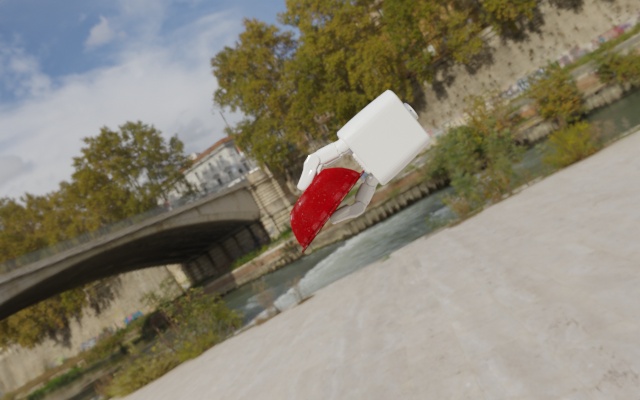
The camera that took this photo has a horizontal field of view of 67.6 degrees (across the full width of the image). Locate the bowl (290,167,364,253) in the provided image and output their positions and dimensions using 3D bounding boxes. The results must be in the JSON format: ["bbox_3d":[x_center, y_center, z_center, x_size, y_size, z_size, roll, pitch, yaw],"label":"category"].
[{"bbox_3d":[-0.001,0.003,0.752,0.055,0.162,0.162,37,1,2],"label":"bowl"}]
